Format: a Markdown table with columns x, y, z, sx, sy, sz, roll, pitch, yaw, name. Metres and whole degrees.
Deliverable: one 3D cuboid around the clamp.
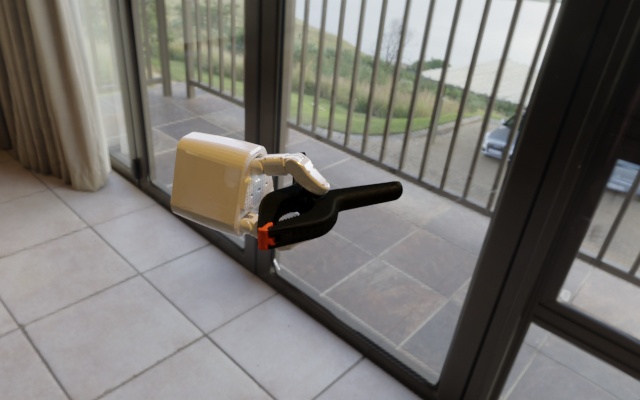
| x | y | z | sx | sy | sz | roll | pitch | yaw | name |
| --- | --- | --- | --- | --- | --- | --- | --- | --- | --- |
| 0.000 | 0.001 | 0.583 | 0.164 | 0.036 | 0.210 | 15 | 32 | 20 | clamp |
